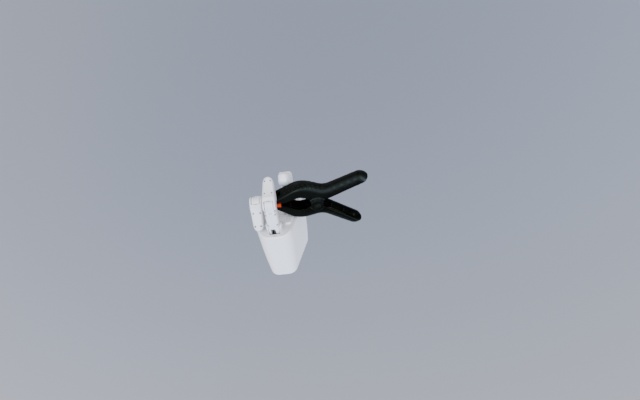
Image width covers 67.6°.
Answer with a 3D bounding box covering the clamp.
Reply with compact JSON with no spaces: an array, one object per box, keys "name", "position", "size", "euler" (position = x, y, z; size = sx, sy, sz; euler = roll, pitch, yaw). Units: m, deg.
[{"name":"clamp","position":[0.000,0.003,0.840],"size":[0.171,0.120,0.039],"euler":[-6,42,3]}]
